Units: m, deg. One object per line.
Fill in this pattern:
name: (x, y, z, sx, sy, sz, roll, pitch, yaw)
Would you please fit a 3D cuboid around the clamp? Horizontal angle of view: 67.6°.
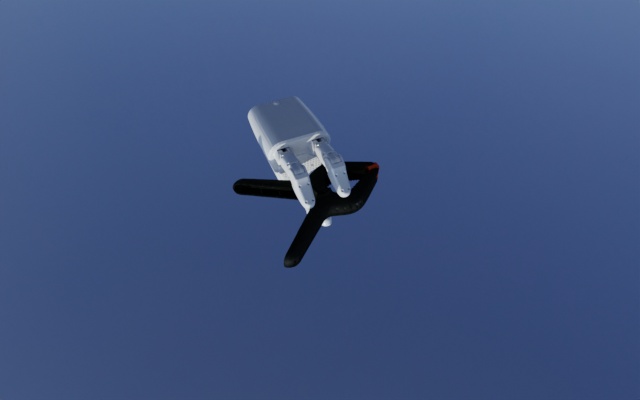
clamp: (0.000, 0.002, 0.676, 0.210, 0.164, 0.036, -18, -37, -17)
